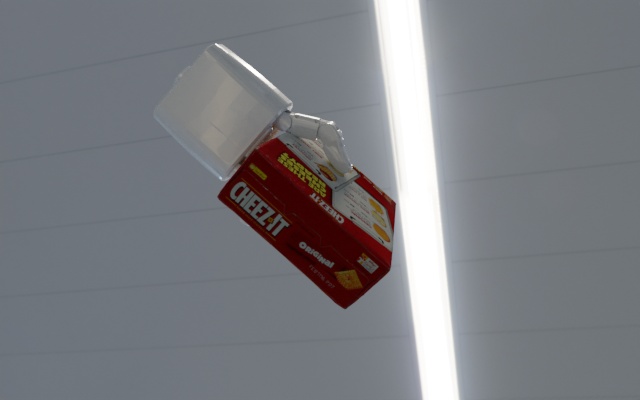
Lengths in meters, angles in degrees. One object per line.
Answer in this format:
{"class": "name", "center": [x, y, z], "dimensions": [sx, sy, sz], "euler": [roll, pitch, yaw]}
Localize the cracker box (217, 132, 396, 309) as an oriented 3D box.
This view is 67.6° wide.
{"class": "cracker box", "center": [0.000, 0.002, 0.530], "dimensions": [0.164, 0.072, 0.213], "euler": [41, 19, -3]}
